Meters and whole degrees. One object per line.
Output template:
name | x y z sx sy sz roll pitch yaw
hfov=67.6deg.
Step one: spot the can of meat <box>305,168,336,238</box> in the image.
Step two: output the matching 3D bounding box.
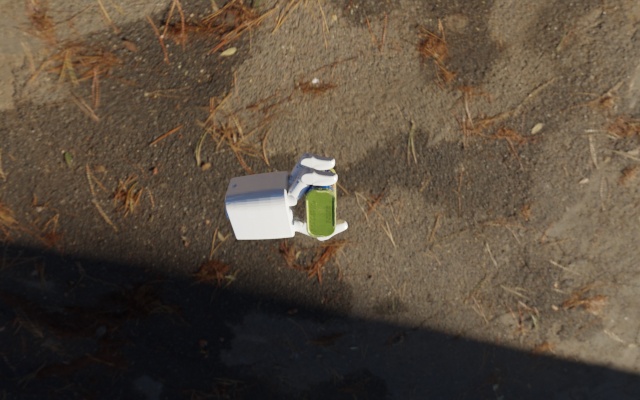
can of meat | 0.000 0.003 0.841 0.057 0.102 0.084 -1 31 1
